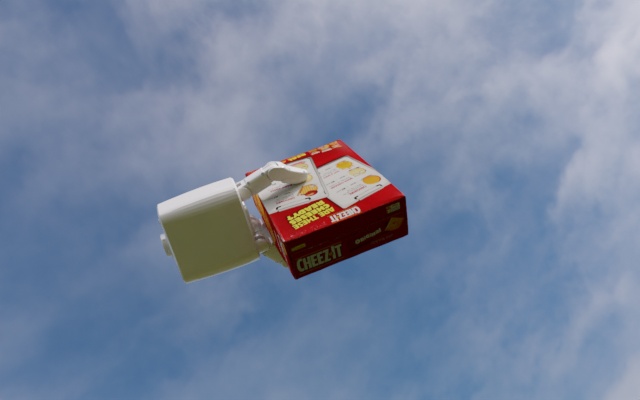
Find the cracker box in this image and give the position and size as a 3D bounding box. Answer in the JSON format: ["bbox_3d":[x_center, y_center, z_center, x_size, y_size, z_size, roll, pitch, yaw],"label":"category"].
[{"bbox_3d":[0.000,0.002,0.674,0.164,0.072,0.213,-21,32,-12],"label":"cracker box"}]
